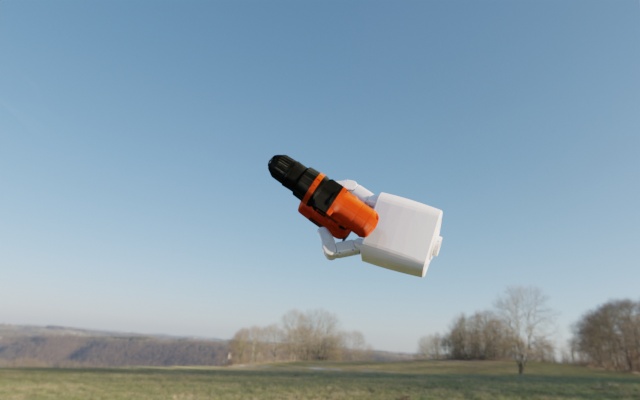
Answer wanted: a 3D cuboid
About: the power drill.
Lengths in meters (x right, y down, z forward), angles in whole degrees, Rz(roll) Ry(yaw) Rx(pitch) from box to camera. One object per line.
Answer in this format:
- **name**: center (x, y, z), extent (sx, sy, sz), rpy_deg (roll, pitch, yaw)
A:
- **power drill**: center (0.000, 0.003, 0.769), extent (0.184, 0.057, 0.188), rpy_deg (35, -7, 4)
